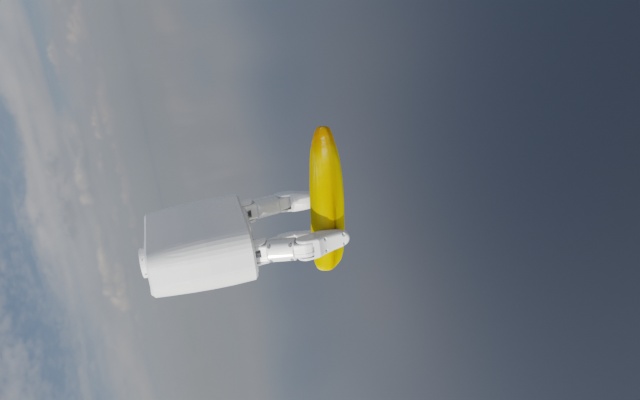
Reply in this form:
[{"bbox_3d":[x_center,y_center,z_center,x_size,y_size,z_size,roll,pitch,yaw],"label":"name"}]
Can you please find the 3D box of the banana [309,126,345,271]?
[{"bbox_3d":[0.005,0.016,0.540,0.037,0.198,0.069,-9,39,-11],"label":"banana"}]
